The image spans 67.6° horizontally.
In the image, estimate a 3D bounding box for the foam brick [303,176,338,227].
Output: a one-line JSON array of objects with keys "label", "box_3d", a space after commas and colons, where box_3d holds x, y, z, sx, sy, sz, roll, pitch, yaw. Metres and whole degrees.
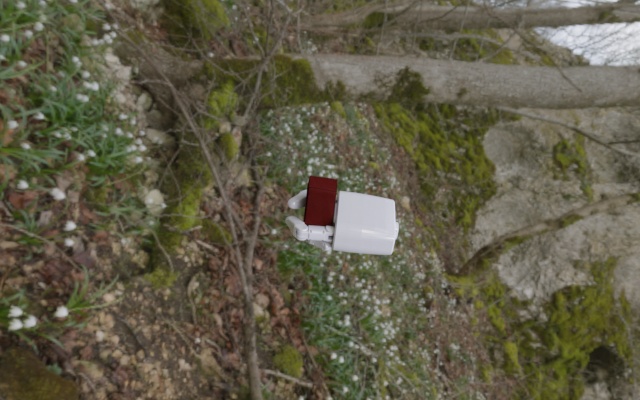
[{"label": "foam brick", "box_3d": [0.000, 0.003, 0.843, 0.051, 0.078, 0.053, 8, 27, 1]}]
